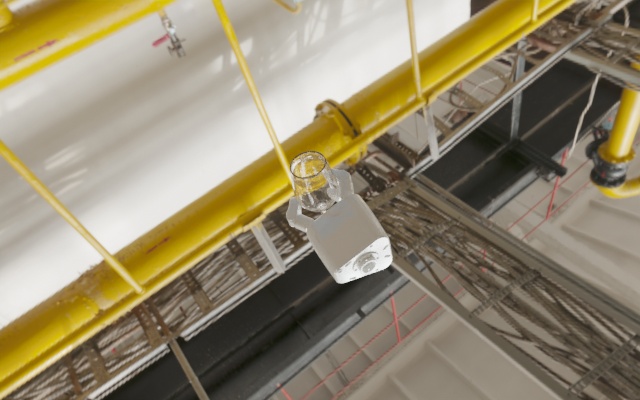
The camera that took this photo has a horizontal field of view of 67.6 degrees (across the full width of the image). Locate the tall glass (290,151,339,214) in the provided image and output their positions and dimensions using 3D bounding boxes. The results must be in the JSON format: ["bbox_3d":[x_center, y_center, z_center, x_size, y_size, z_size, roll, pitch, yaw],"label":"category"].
[{"bbox_3d":[0.000,0.003,0.858,0.079,0.079,0.201,0,-39,16],"label":"tall glass"}]
